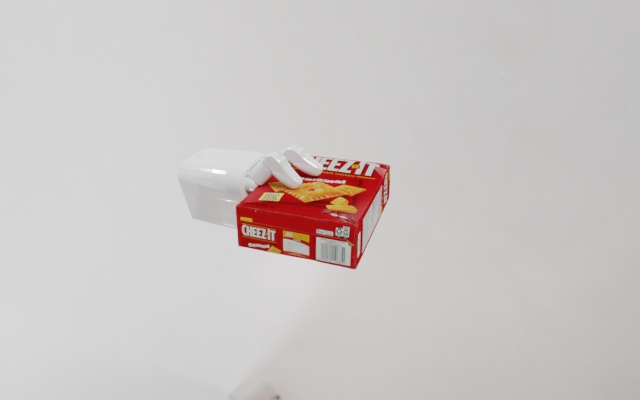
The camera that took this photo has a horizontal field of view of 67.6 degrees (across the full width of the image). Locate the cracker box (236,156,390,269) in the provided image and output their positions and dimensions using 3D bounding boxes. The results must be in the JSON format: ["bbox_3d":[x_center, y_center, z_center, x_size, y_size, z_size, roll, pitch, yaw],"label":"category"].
[{"bbox_3d":[0.000,0.002,0.686,0.164,0.072,0.213,9,27,16],"label":"cracker box"}]
